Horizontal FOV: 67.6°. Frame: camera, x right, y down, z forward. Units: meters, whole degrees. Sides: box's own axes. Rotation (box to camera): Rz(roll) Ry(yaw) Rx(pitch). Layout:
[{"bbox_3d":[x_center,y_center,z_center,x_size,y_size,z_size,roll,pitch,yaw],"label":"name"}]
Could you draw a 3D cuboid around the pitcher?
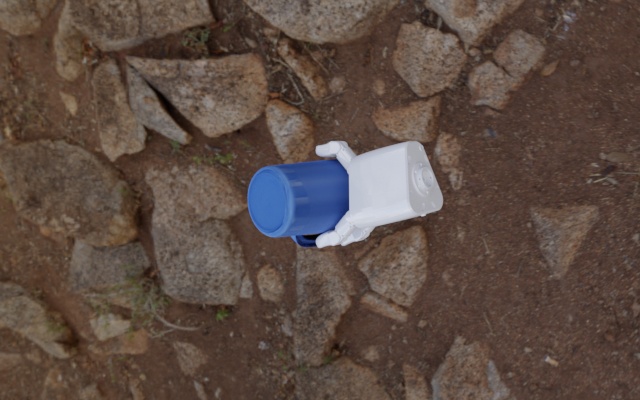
[{"bbox_3d":[0.000,0.003,0.796,0.145,0.149,0.243,-14,-5,44],"label":"pitcher"}]
